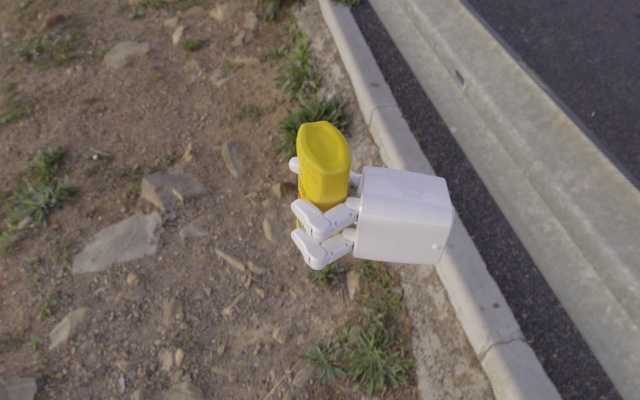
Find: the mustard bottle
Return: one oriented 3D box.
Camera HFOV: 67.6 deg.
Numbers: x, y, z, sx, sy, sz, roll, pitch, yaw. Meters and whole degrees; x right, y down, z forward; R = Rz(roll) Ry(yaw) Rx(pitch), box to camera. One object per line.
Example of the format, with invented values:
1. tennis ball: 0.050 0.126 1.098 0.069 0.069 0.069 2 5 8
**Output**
1. mustard bottle: 0.000 0.002 0.605 0.058 0.096 0.192 -11 -42 -13
